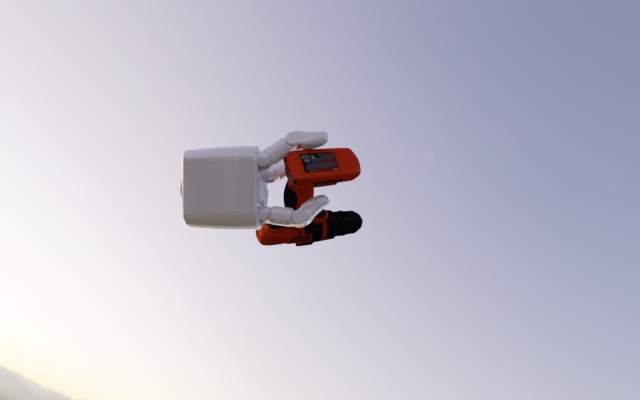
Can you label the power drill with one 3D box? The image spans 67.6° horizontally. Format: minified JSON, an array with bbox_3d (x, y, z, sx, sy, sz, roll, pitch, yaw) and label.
[{"bbox_3d":[0.000,0.002,0.736,0.184,0.057,0.188,-7,-37,-22],"label":"power drill"}]
